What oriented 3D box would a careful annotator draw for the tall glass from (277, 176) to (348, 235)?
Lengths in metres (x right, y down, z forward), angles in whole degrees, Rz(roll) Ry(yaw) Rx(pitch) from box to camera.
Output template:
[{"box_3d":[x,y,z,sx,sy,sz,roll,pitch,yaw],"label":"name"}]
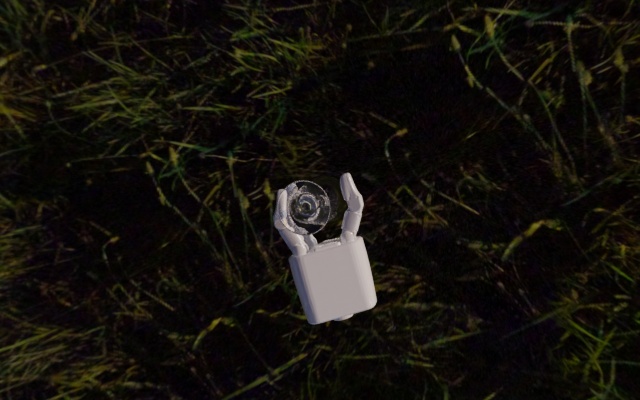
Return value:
[{"box_3d":[0.000,0.002,0.734,0.079,0.079,0.201,0,5,13],"label":"tall glass"}]
